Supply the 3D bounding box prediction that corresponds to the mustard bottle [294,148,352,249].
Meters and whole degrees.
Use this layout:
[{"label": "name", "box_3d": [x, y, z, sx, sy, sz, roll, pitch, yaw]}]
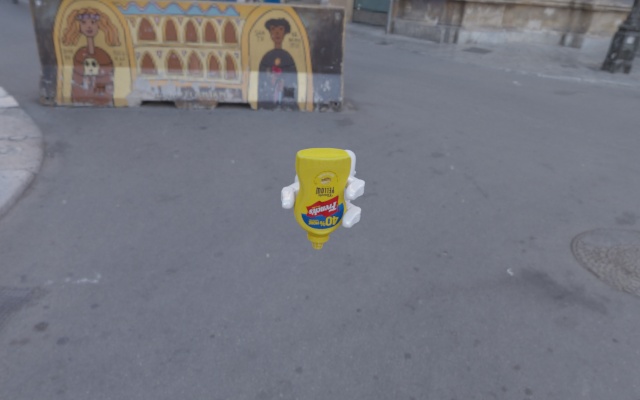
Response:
[{"label": "mustard bottle", "box_3d": [0.000, 0.003, 0.870, 0.096, 0.192, 0.058, -3, 27, -15]}]
